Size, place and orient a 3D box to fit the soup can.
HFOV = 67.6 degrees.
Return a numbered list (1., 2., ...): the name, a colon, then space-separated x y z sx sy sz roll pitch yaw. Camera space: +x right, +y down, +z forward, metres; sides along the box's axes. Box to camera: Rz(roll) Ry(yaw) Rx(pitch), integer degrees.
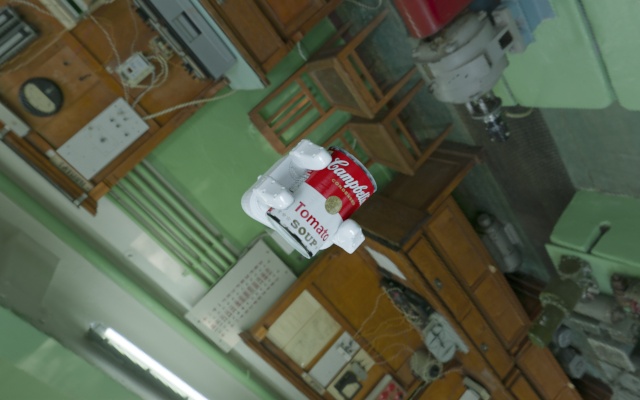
1. soup can: 0.000 0.002 0.500 0.068 0.102 0.068 42 -12 11
